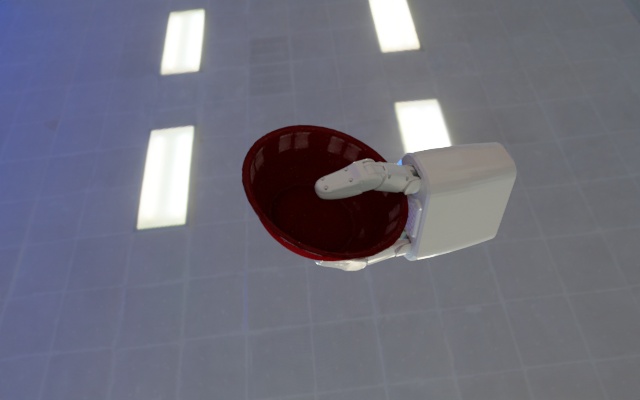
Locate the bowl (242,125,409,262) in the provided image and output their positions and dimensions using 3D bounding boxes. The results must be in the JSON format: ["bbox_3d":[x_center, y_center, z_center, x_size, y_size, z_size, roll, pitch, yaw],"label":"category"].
[{"bbox_3d":[-0.001,0.002,0.462,0.162,0.162,0.055,0,-38,-22],"label":"bowl"}]
